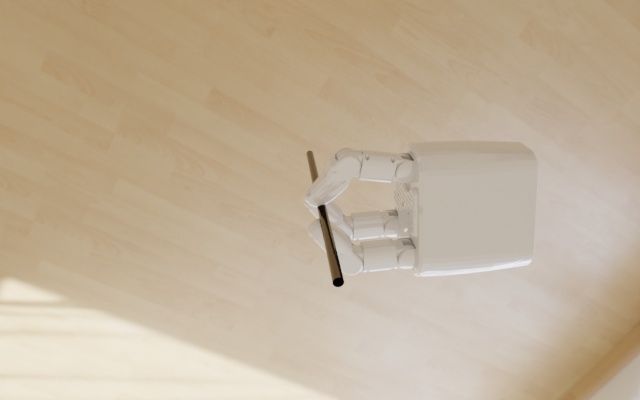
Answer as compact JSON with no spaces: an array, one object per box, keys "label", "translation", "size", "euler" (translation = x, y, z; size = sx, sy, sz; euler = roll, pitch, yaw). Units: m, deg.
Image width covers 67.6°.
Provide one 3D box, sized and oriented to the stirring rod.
[{"label":"stirring rod","translation":[0.000,0.001,0.427],"size":[0.011,0.011,0.239],"euler":[0,26,-6]}]
